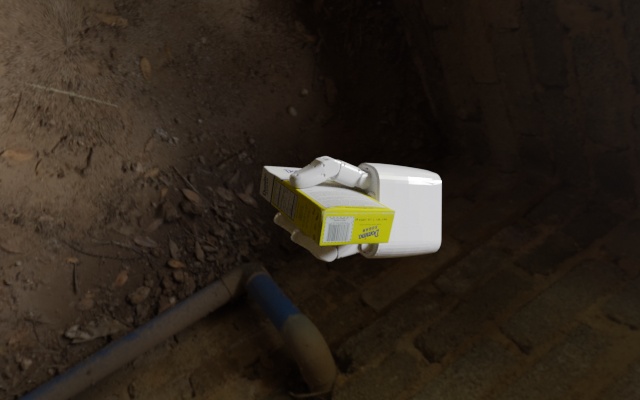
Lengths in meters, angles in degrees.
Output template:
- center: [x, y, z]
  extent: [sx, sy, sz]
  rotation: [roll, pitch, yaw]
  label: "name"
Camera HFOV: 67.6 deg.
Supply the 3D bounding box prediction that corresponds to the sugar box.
- center: [0.000, 0.002, 0.579]
  extent: [0.093, 0.048, 0.176]
  rotation: [2, 15, -28]
  label: "sugar box"
